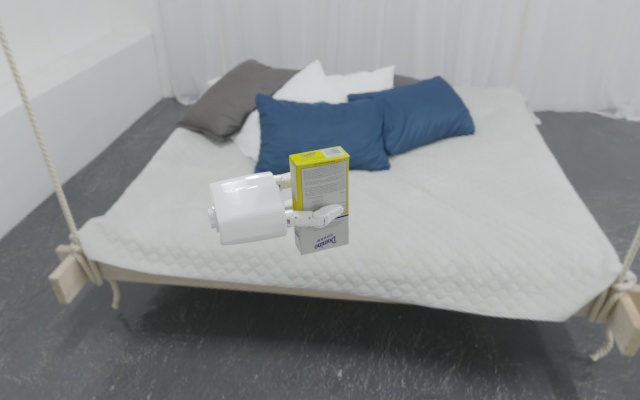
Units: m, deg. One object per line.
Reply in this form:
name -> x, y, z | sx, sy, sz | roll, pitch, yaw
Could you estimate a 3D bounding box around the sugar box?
sugar box -> 0.000, 0.002, 0.806 | 0.093, 0.176, 0.048 | -11, 35, -17
